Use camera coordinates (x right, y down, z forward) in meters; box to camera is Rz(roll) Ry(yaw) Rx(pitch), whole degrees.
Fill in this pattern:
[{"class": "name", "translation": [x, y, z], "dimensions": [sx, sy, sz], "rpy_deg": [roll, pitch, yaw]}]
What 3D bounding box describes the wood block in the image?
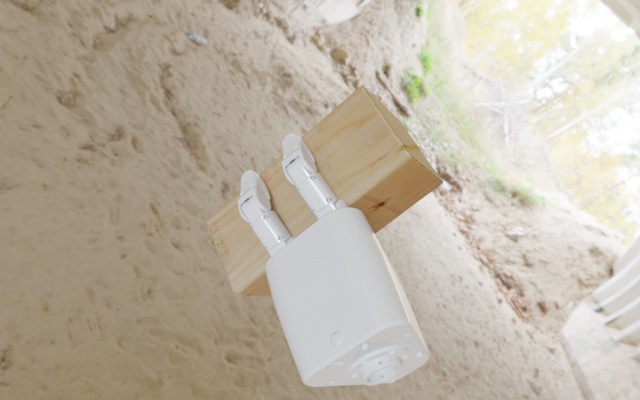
[{"class": "wood block", "translation": [0.001, 0.002, 0.467], "dimensions": [0.206, 0.090, 0.091], "rpy_deg": [-38, -30, 18]}]
